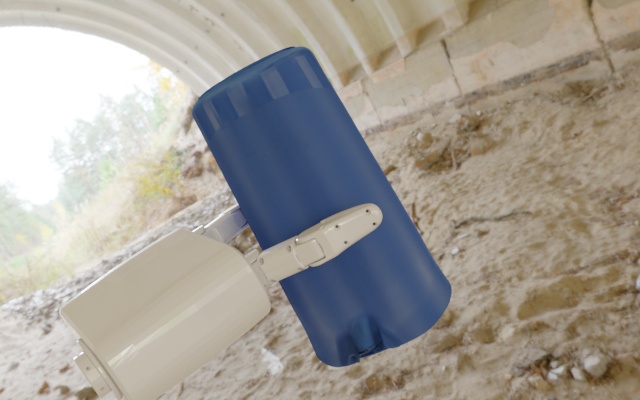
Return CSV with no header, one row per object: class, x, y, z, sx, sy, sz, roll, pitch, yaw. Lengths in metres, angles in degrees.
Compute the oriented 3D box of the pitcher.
pitcher,0.000,0.001,0.411,0.145,0.243,0.149,-35,13,-29
